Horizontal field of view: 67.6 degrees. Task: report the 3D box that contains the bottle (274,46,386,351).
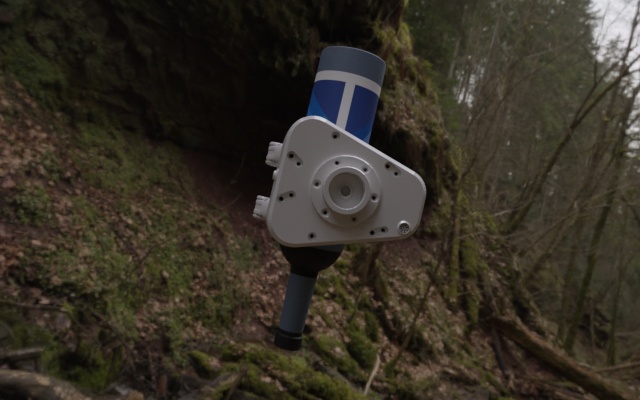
[{"bbox_3d":[0.000,0.001,0.477,0.069,0.295,0.069,13,-1,0],"label":"bottle"}]
